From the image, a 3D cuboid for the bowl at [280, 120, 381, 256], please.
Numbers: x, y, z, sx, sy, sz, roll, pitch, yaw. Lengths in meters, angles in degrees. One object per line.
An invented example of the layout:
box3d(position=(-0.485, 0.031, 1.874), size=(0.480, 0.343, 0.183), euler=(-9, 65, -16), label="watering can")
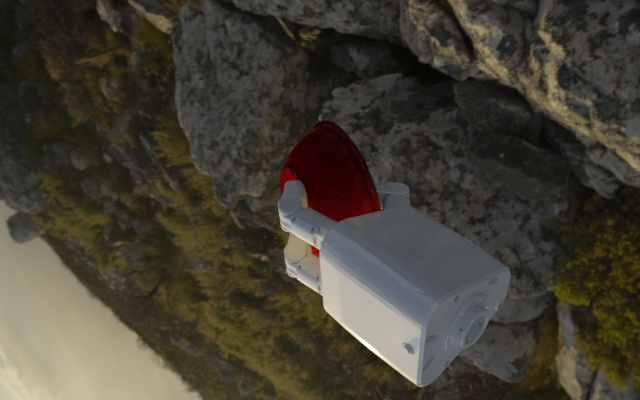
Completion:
box3d(position=(-0.001, 0.001, 0.498), size=(0.055, 0.162, 0.162), euler=(-18, 6, -19), label="bowl")
